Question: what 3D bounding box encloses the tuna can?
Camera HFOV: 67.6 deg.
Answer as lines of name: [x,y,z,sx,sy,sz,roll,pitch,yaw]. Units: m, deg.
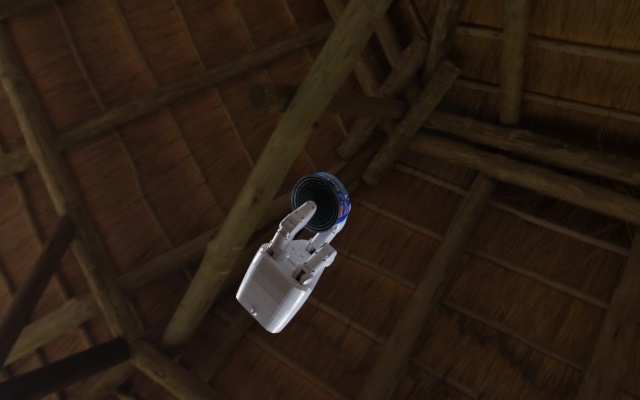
tuna can: [0.000,0.002,0.701,0.086,0.086,0.033,0,13,36]
